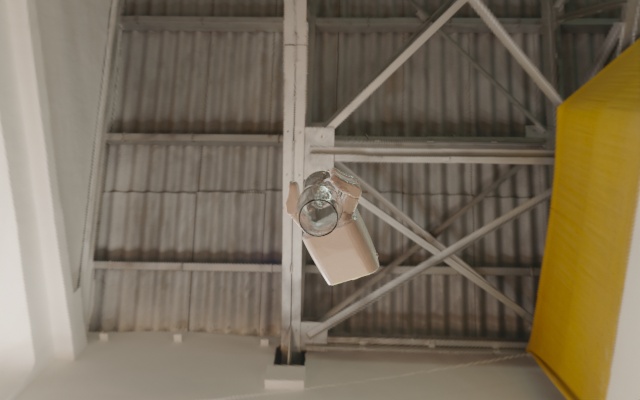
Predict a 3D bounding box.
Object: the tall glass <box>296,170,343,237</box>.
[{"bbox_3d":[0.000,0.002,0.837,0.079,0.079,0.201,0,14,2],"label":"tall glass"}]
